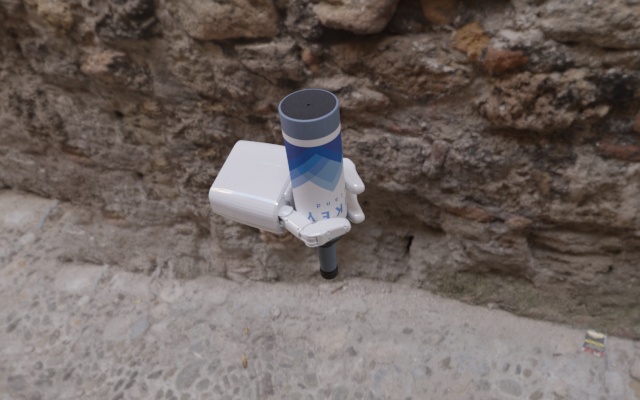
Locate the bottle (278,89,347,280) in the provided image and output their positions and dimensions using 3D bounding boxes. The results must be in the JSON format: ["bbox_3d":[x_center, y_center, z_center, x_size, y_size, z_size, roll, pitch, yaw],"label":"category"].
[{"bbox_3d":[0.000,0.002,0.621,0.069,0.296,0.069,-4,43,4],"label":"bottle"}]
